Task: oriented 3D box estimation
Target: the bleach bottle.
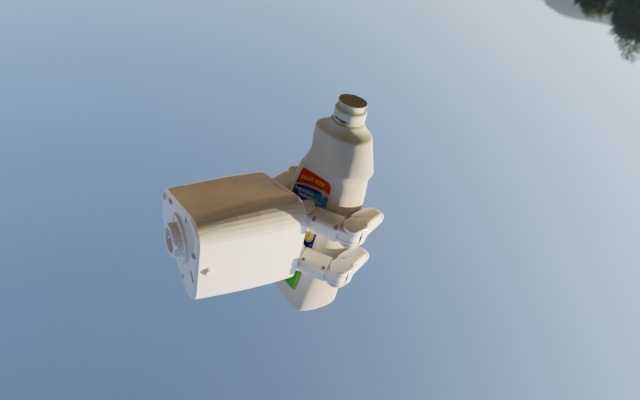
[{"bbox_3d":[0.000,0.002,0.517,0.068,0.251,0.102,-11,43,-31],"label":"bleach bottle"}]
